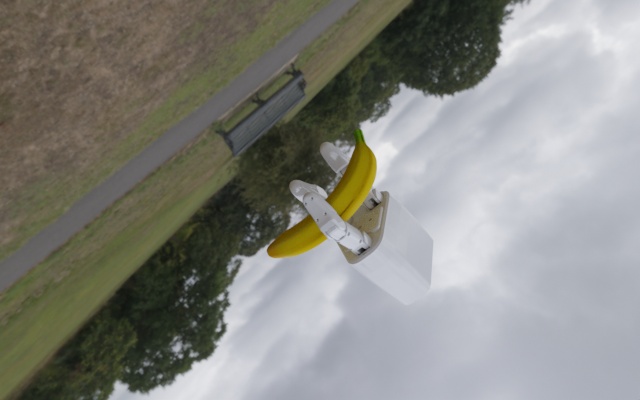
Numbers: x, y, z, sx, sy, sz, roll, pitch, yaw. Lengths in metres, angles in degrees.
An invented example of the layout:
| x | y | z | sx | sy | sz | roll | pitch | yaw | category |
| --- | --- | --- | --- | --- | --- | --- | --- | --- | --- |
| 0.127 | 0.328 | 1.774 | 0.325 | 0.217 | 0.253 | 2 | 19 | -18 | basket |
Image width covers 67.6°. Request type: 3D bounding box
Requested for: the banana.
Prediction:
| x | y | z | sx | sy | sz | roll | pitch | yaw | category |
| --- | --- | --- | --- | --- | --- | --- | --- | --- | --- |
| 0.010 | 0.007 | 0.586 | 0.037 | 0.198 | 0.069 | 36 | 4 | -37 | banana |
